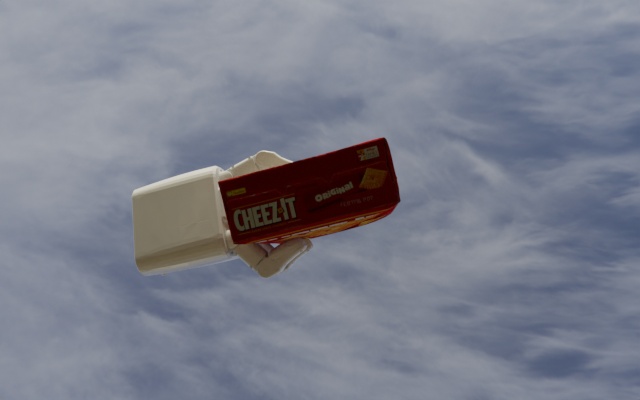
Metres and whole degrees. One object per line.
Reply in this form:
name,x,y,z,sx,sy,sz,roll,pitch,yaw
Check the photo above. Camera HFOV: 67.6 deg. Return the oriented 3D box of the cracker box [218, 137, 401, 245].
cracker box,0.000,0.002,0.541,0.164,0.072,0.214,-15,-6,5
